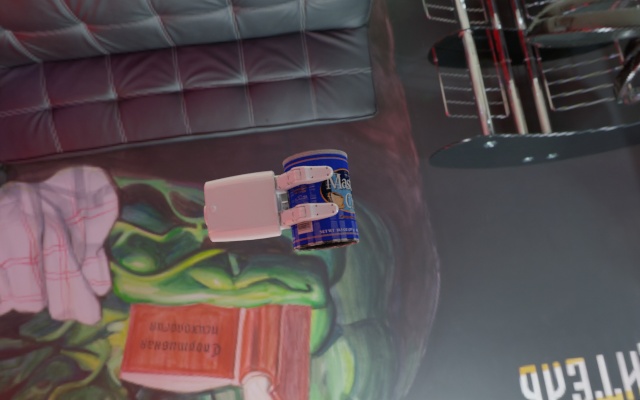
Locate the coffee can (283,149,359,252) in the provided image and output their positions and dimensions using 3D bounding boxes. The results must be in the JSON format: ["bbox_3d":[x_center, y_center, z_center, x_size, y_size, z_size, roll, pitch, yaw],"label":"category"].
[{"bbox_3d":[0.000,0.002,0.744,0.103,0.140,0.103,-7,-11,-1],"label":"coffee can"}]
